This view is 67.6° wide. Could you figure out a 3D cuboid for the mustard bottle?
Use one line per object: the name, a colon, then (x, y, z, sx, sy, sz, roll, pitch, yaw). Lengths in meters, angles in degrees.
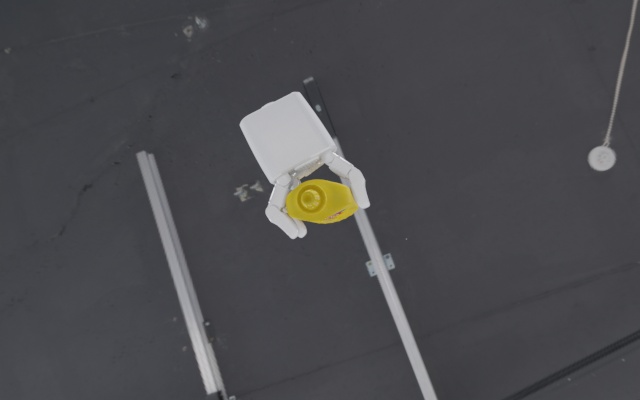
mustard bottle: (0.000, 0.003, 0.713, 0.096, 0.058, 0.191, -8, -5, 9)
